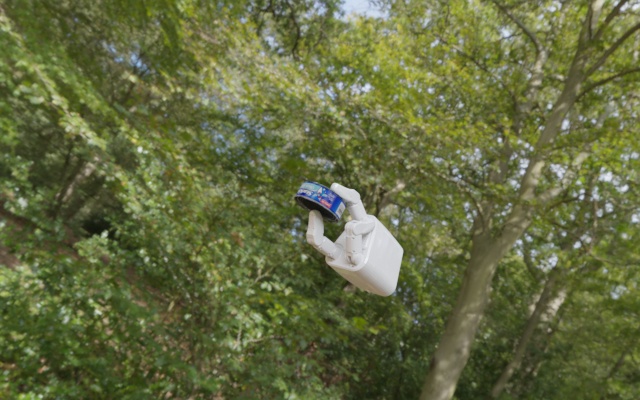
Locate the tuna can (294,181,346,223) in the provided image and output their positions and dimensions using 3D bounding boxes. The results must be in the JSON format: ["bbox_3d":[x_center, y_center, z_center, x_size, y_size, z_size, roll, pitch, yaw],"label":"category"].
[{"bbox_3d":[0.000,0.002,0.815,0.086,0.033,0.086,28,-15,8],"label":"tuna can"}]
